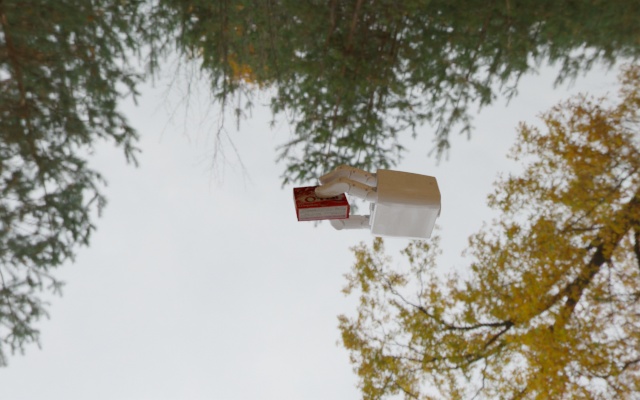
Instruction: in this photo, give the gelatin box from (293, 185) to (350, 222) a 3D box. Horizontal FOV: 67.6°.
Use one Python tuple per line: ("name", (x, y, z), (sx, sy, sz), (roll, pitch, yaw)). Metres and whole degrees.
("gelatin box", (0.000, 0.003, 0.810), (0.089, 0.030, 0.073), (-4, 31, -7))
